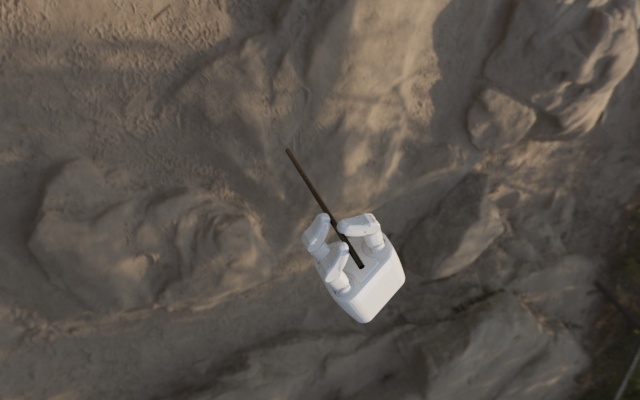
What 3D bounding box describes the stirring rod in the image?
[{"bbox_3d":[0.000,0.002,0.655,0.011,0.011,0.239,0,41,-34],"label":"stirring rod"}]
